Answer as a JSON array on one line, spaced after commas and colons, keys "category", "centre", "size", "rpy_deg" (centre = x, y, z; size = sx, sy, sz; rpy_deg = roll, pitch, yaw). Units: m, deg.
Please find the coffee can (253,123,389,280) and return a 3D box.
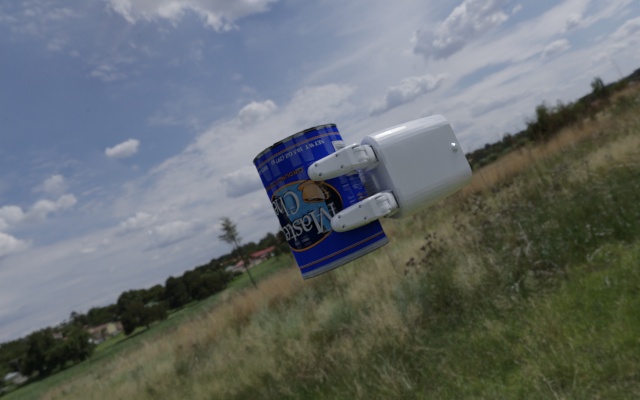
[{"category": "coffee can", "centre": [0.000, 0.002, 0.523], "size": [0.103, 0.140, 0.103], "rpy_deg": [-24, -4, -2]}]
